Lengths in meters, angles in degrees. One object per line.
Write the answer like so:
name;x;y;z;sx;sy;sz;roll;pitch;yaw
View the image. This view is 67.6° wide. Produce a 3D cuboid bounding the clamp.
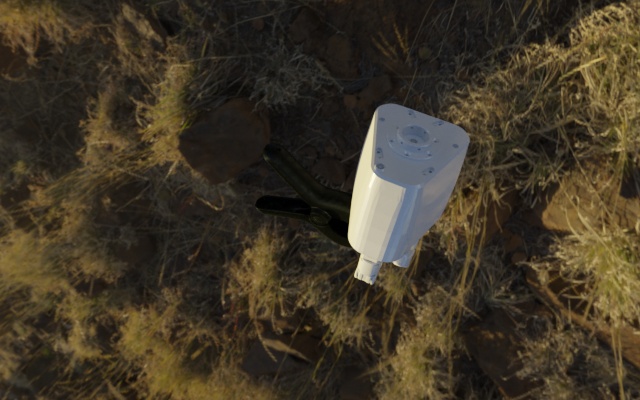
clamp;0.000;0.002;0.538;0.171;0.039;0.120;20;-30;11
